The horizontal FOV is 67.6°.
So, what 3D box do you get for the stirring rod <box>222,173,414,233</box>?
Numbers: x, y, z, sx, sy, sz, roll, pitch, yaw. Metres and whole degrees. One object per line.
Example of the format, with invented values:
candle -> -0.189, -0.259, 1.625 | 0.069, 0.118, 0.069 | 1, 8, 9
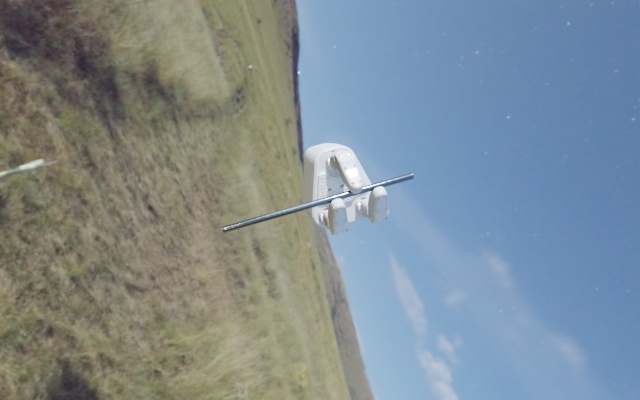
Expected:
stirring rod -> 0.000, 0.002, 0.575 | 0.239, 0.011, 0.011 | -16, 2, -9
